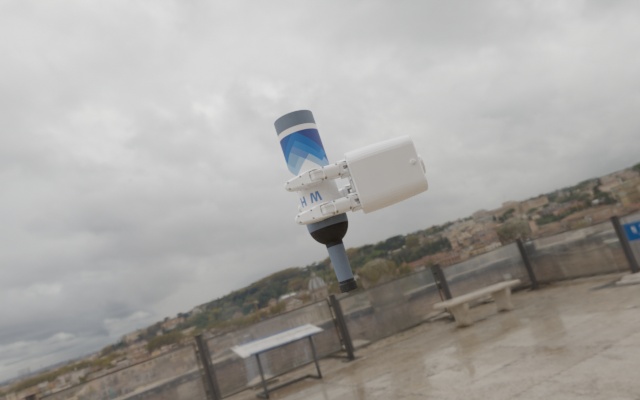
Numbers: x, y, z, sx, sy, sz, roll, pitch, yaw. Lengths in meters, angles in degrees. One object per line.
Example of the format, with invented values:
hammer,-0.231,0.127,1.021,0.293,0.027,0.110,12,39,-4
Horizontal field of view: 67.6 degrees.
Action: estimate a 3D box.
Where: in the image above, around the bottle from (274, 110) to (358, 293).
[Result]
bottle,0.000,0.002,0.767,0.069,0.295,0.069,-18,-9,-3
